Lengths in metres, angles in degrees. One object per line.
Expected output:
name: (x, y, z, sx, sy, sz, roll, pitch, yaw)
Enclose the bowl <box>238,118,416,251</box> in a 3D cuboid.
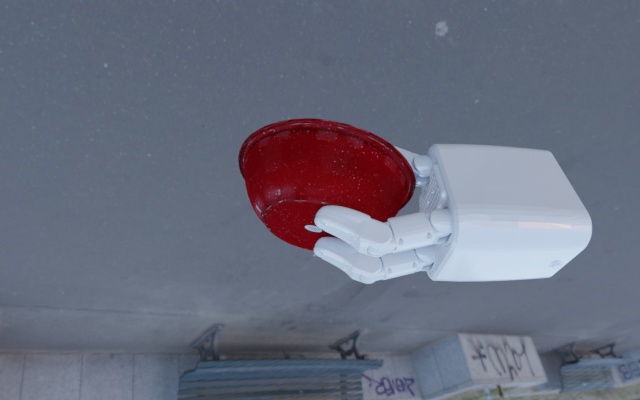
bowl: (-0.001, 0.002, 0.420, 0.162, 0.055, 0.162, 9, -30, 5)
